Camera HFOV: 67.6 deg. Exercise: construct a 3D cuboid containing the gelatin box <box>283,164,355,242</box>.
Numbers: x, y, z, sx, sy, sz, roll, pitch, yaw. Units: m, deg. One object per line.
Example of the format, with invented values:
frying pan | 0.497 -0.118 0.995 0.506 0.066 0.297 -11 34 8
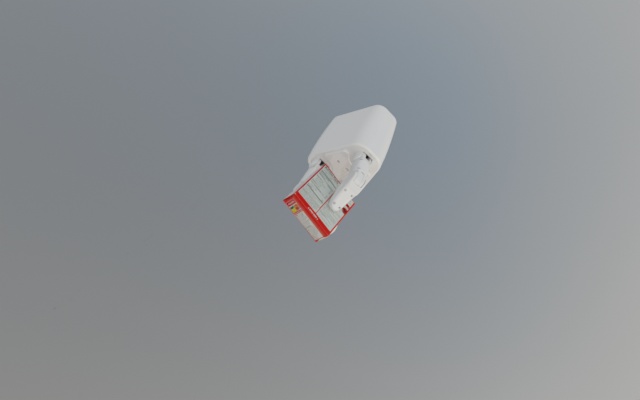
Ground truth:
gelatin box | 0.000 0.002 0.657 0.030 0.073 0.089 -30 12 42
